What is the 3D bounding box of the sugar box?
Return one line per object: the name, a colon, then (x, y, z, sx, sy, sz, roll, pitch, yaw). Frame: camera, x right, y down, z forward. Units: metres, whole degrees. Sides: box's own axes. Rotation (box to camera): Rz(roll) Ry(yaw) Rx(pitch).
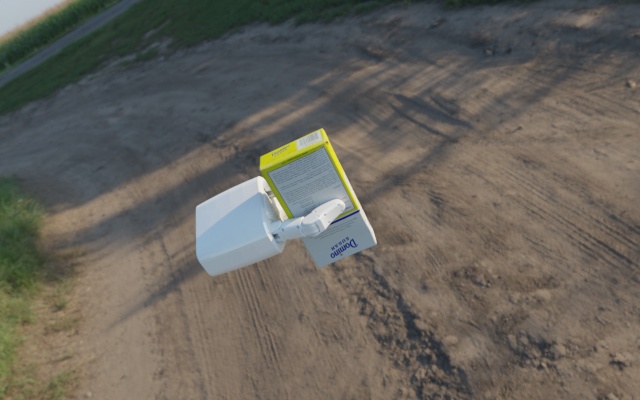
sugar box: (0.000, 0.002, 0.640, 0.093, 0.176, 0.048, -23, 32, 8)
